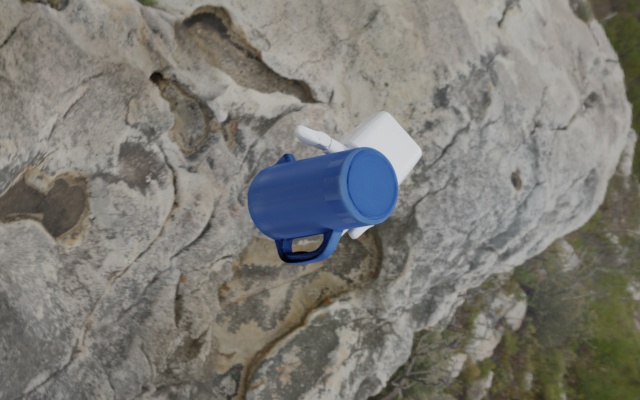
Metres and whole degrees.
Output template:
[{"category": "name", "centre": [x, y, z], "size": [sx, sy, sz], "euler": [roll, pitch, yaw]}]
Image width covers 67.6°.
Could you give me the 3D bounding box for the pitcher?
[{"category": "pitcher", "centre": [0.000, 0.002, 0.734], "size": [0.145, 0.149, 0.243], "euler": [-45, 20, -31]}]
